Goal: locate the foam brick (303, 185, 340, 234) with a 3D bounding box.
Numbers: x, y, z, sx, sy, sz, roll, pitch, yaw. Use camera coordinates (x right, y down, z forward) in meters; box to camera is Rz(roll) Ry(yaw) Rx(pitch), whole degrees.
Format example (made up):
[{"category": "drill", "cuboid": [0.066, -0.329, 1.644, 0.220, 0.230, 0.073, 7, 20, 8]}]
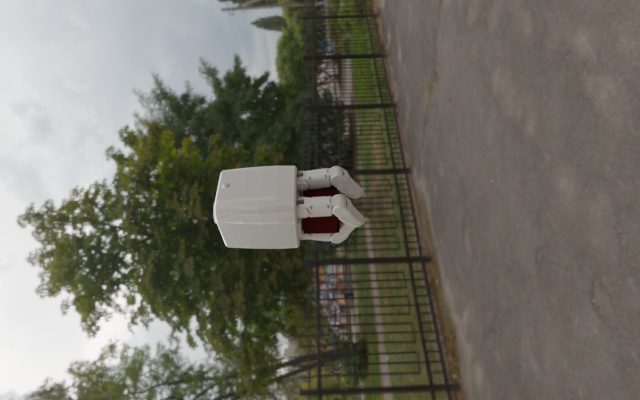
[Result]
[{"category": "foam brick", "cuboid": [0.000, 0.002, 0.683, 0.051, 0.053, 0.078, -1, 42, -1]}]
